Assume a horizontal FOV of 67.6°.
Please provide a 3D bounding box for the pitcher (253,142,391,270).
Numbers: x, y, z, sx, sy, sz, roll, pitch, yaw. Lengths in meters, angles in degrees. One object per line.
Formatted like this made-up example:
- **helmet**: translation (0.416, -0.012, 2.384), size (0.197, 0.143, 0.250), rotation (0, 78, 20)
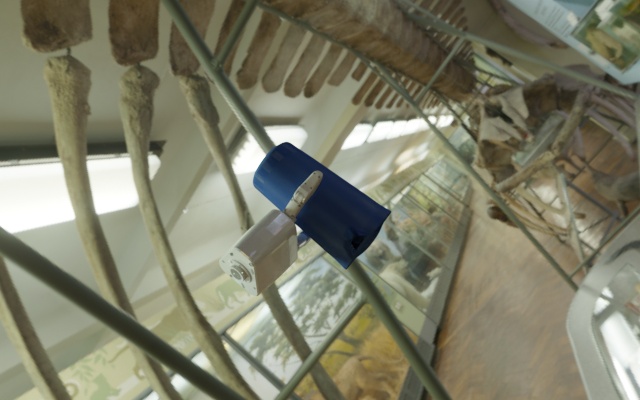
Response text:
- **pitcher**: translation (0.000, 0.003, 0.884), size (0.145, 0.243, 0.149), rotation (-45, -11, -34)
